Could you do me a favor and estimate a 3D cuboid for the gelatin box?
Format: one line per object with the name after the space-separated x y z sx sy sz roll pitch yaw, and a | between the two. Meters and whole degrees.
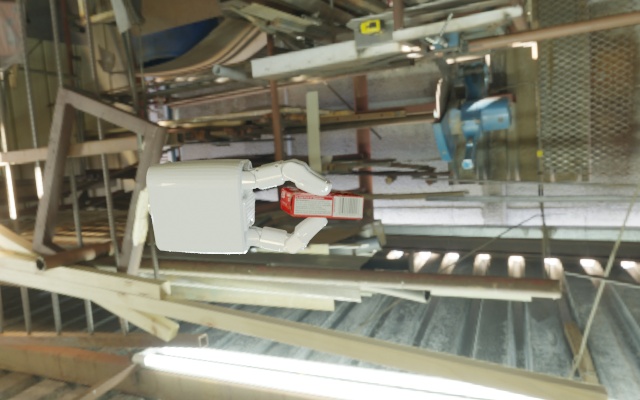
0.000 0.002 0.585 0.089 0.030 0.073 3 6 -14 | gelatin box
